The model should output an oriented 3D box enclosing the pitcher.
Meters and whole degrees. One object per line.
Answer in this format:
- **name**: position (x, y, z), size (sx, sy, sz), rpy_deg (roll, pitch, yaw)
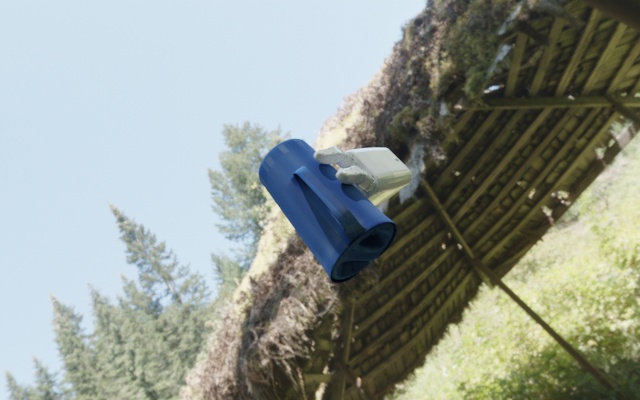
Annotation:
- **pitcher**: position (0.000, 0.003, 0.787), size (0.145, 0.149, 0.242), rpy_deg (-12, 50, -44)
